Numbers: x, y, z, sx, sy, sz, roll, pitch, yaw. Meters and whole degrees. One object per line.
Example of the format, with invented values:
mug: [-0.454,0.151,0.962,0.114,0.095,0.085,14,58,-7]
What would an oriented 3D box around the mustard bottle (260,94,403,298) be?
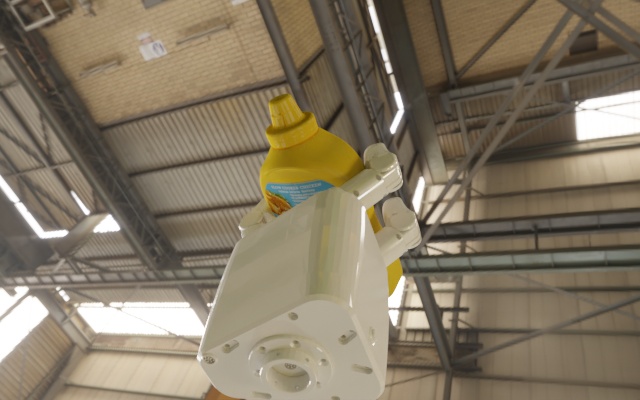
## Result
mustard bottle: [0.000,0.001,0.407,0.096,0.192,0.058,-1,35,35]
